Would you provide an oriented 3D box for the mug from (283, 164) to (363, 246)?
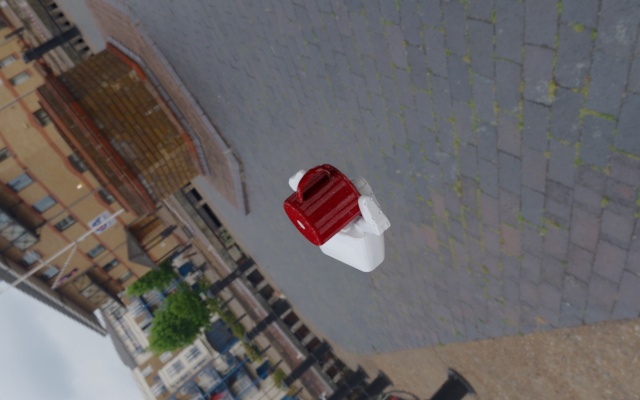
[{"bbox_3d":[0.000,0.001,0.656,0.093,0.081,0.117,39,-19,36],"label":"mug"}]
